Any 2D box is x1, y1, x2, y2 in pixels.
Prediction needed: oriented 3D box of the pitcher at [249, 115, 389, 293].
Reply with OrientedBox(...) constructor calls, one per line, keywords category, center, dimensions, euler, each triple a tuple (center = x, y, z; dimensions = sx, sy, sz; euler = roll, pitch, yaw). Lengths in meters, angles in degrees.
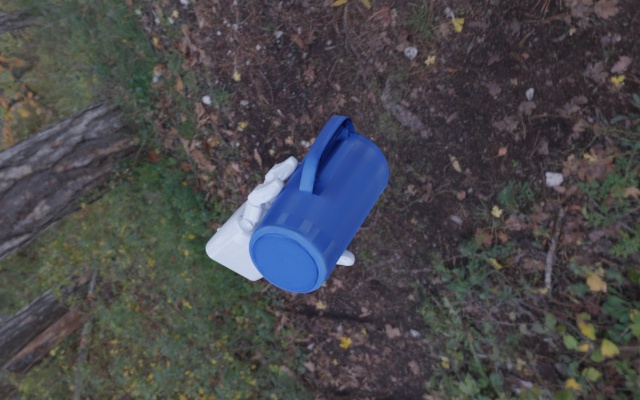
OrientedBox(category="pitcher", center=(0.000, 0.002, 0.667), dimensions=(0.145, 0.149, 0.242), euler=(-33, 15, 40))
